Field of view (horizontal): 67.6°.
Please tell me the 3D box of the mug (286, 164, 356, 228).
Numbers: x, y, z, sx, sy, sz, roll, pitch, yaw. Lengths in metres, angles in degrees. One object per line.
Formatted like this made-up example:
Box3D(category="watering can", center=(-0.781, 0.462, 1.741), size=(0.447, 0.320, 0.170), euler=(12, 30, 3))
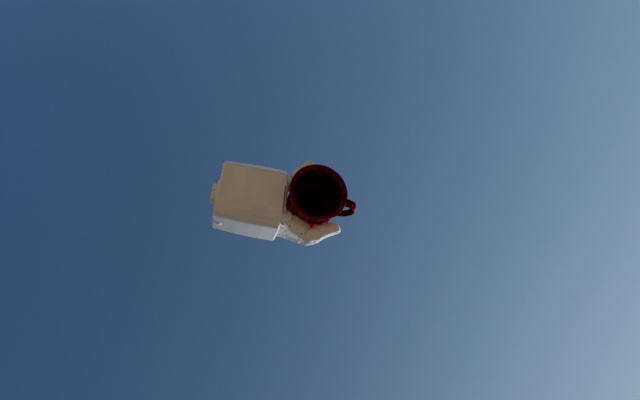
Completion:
Box3D(category="mug", center=(0.001, 0.003, 0.779), size=(0.117, 0.093, 0.081), euler=(12, -23, -9))
